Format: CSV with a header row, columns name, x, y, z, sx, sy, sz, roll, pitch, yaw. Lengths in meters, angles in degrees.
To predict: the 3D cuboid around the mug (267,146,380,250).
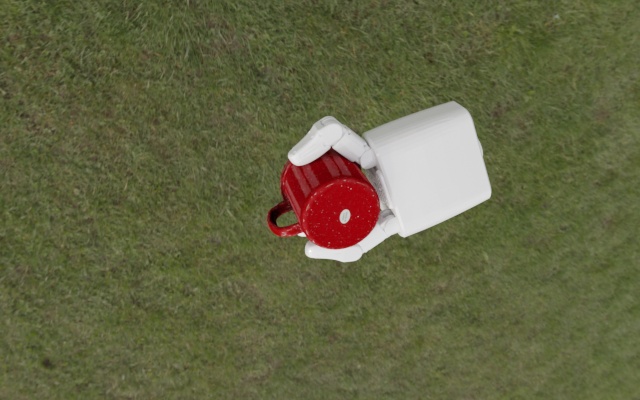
name,x,y,z,sx,sy,sz,roll,pitch,yaw
mug,-0.001,0.002,0.489,0.117,0.093,0.081,-24,31,-3
